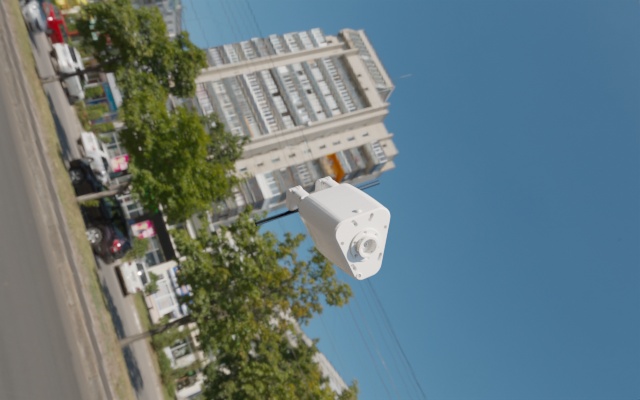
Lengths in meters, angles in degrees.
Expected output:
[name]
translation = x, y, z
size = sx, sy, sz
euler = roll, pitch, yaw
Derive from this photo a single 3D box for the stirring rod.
[stirring rod]
translation = 0.000, 0.003, 0.822
size = 0.239, 0.011, 0.011
euler = -19, 7, -22
